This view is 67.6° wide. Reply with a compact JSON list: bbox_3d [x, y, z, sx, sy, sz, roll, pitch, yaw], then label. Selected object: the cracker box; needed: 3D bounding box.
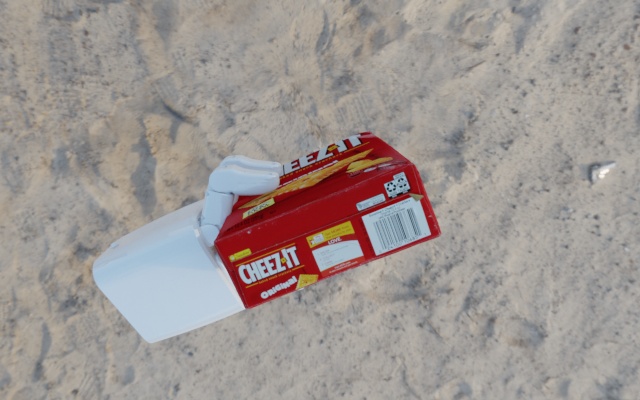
[{"bbox_3d":[0.000,0.002,0.457,0.164,0.072,0.213,-22,15,3],"label":"cracker box"}]
